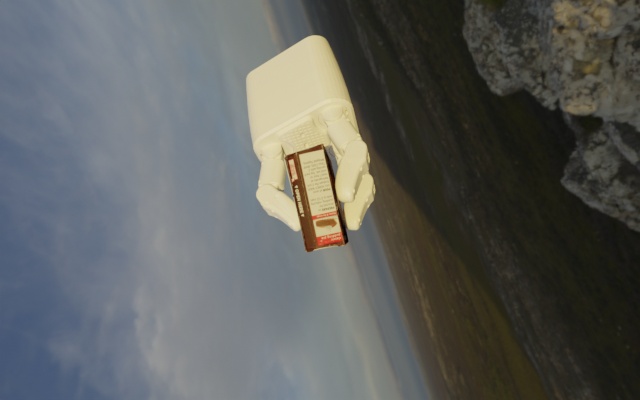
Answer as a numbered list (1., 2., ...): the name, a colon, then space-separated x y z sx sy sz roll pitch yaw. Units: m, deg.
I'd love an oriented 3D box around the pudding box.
1. pudding box: 0.000 0.001 0.455 0.039 0.090 0.113 -14 -4 6
